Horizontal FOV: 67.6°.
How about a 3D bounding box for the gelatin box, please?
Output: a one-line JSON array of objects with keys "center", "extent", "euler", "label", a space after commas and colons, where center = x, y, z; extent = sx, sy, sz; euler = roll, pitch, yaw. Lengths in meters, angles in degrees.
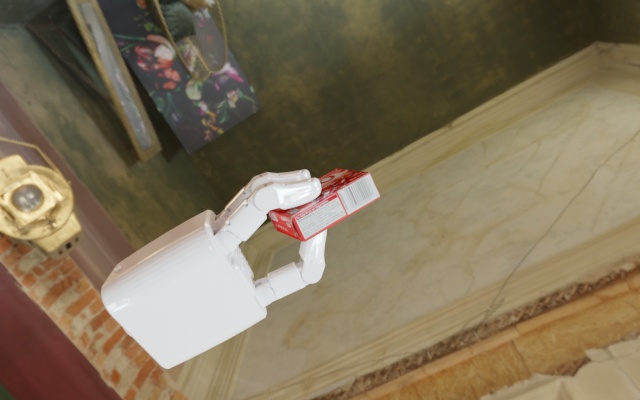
[{"center": [0.001, 0.002, 0.456], "extent": [0.089, 0.030, 0.073], "euler": [-29, 16, -17], "label": "gelatin box"}]
